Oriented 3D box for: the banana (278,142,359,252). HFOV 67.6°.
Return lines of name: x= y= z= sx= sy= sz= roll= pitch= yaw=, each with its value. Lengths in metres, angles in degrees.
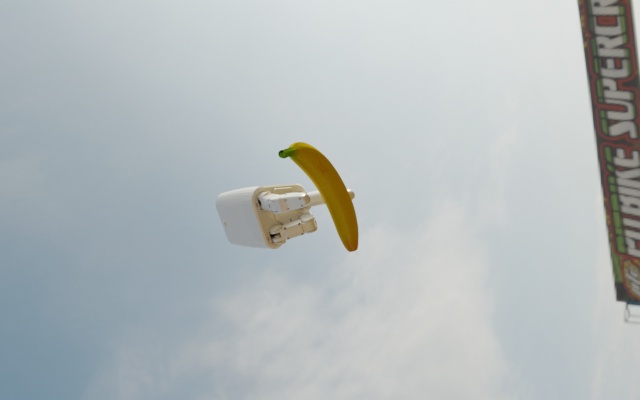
banana: x=0.007 y=-0.014 z=0.664 sx=0.037 sy=0.069 sz=0.198 roll=-5 pitch=-47 yaw=43
